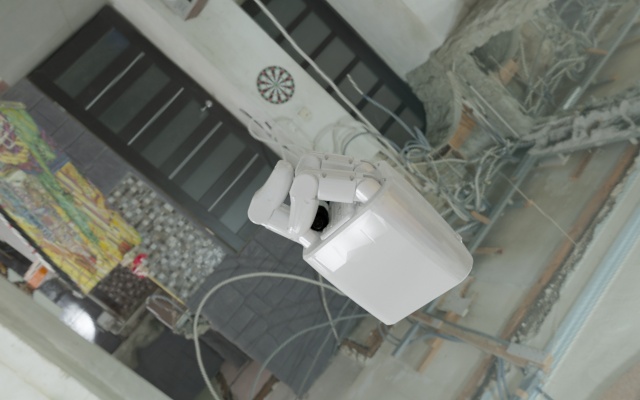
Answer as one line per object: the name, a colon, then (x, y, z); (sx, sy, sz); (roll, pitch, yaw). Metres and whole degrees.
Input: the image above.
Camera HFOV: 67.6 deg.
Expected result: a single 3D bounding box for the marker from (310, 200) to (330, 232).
marker: (0.000, 0.001, 0.464); (0.020, 0.020, 0.121); (0, 18, 2)
